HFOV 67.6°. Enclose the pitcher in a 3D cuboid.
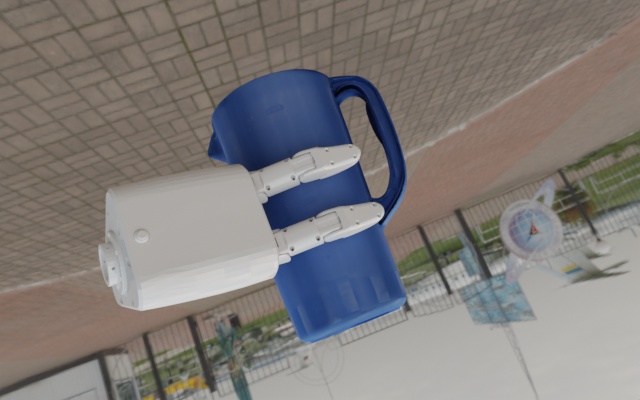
[{"bbox_3d":[0.000,0.002,0.467,0.145,0.242,0.149,-11,-17,-35],"label":"pitcher"}]
